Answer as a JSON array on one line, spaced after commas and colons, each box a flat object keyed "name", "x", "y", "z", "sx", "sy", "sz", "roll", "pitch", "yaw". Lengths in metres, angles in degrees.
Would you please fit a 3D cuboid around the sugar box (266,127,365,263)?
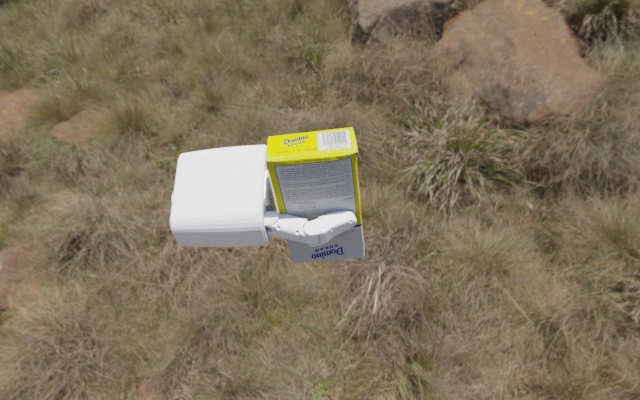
[{"name": "sugar box", "x": 0.000, "y": 0.001, "z": 0.547, "sx": 0.093, "sy": 0.048, "sz": 0.176, "roll": -5, "pitch": -41, "yaw": 3}]
